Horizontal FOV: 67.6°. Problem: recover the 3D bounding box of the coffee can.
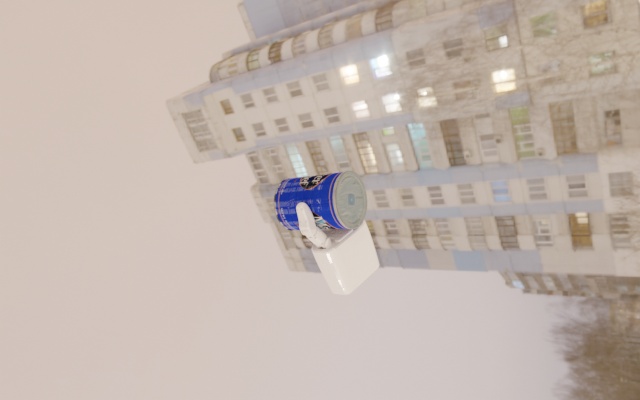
[{"bbox_3d":[0.000,0.003,0.878,0.140,0.103,0.103,-4,-3,37],"label":"coffee can"}]
